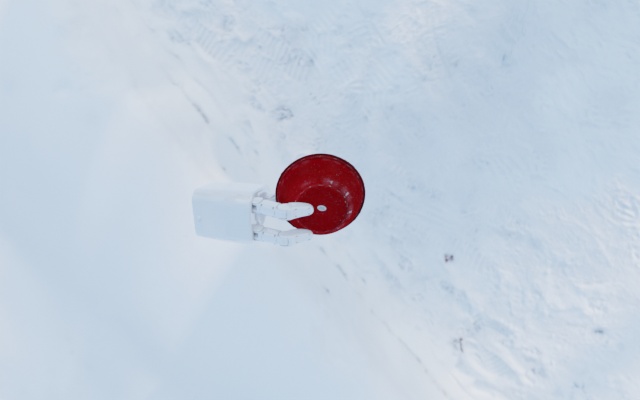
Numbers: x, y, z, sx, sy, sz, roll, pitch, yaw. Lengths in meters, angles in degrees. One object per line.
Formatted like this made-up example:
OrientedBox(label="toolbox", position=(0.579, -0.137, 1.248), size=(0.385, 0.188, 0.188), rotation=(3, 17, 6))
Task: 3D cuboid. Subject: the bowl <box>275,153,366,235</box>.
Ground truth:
OrientedBox(label="bowl", position=(0.001, 0.003, 0.827), size=(0.162, 0.162, 0.055), rotation=(0, 28, -1))
